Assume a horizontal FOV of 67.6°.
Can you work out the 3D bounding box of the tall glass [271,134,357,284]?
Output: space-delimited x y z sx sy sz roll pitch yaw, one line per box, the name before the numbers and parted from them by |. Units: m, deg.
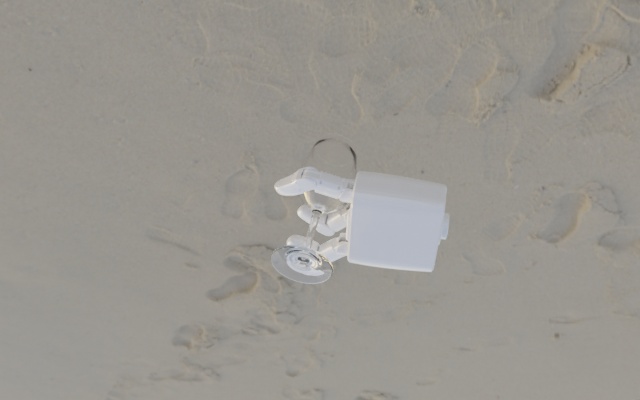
tall glass | 0.000 0.002 0.611 0.079 0.201 0.079 9 -41 8
